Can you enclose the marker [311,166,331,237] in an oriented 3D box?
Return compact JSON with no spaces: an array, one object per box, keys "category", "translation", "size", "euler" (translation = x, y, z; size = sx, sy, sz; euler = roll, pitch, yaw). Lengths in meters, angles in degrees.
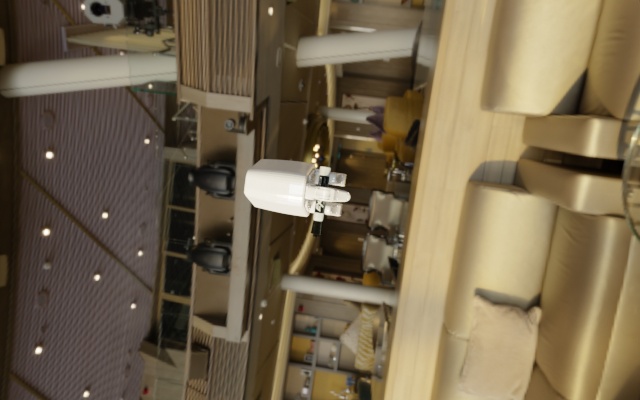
[{"category":"marker","translation":[0.000,0.003,0.815],"size":[0.020,0.121,0.020],"euler":[8,2,0]}]
